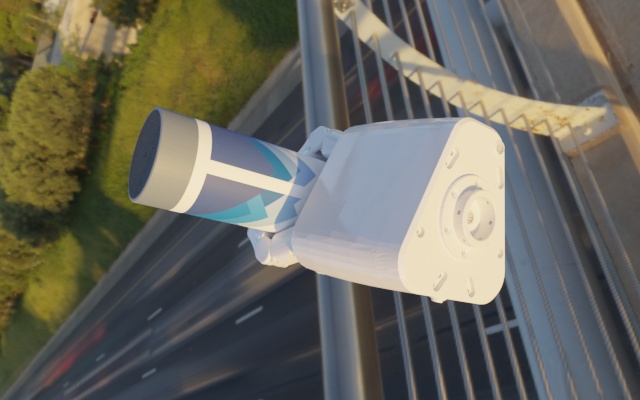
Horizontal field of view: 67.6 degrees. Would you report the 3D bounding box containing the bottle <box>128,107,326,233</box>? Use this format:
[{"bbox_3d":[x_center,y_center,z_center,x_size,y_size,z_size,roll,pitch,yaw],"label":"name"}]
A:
[{"bbox_3d":[0.000,0.001,0.401,0.296,0.069,0.069,15,-9,-34],"label":"bottle"}]
